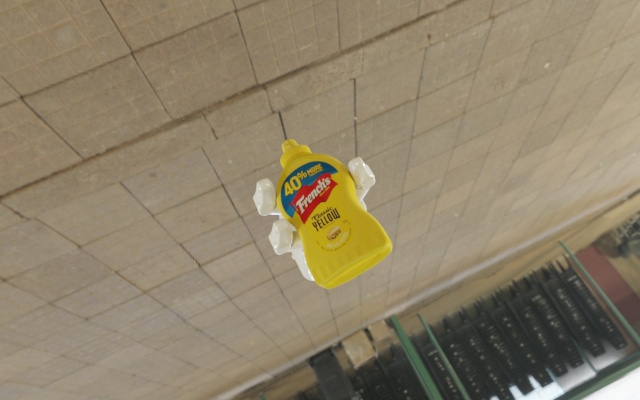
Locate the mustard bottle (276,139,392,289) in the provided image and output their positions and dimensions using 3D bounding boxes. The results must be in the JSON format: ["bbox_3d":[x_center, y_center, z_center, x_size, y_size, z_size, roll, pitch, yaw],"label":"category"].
[{"bbox_3d":[0.000,0.002,0.576,0.096,0.191,0.058,-33,-26,9],"label":"mustard bottle"}]
